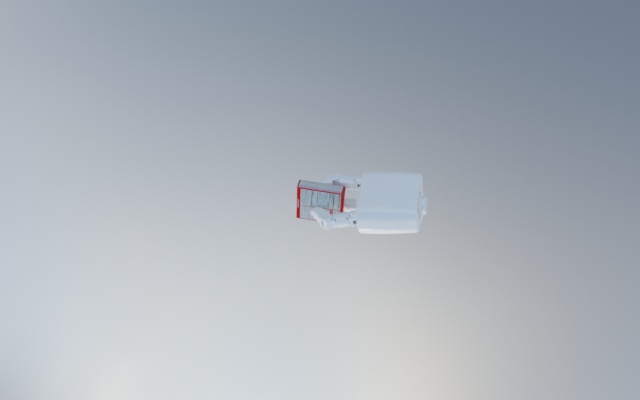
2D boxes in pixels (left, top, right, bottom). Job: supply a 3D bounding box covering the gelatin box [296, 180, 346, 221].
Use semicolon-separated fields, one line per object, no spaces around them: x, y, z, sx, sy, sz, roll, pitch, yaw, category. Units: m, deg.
0.000;0.003;0.894;0.089;0.073;0.030;8;38;7;gelatin box
